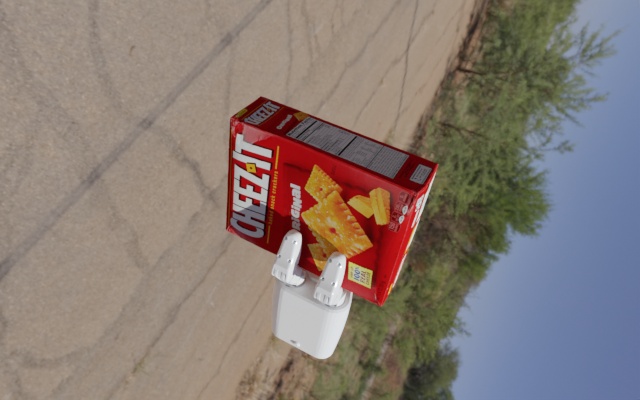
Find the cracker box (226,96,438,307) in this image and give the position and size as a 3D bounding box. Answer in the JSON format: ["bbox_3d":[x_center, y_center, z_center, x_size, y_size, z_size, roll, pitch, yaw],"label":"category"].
[{"bbox_3d":[0.000,0.002,0.532,0.213,0.164,0.072,23,39,15],"label":"cracker box"}]
